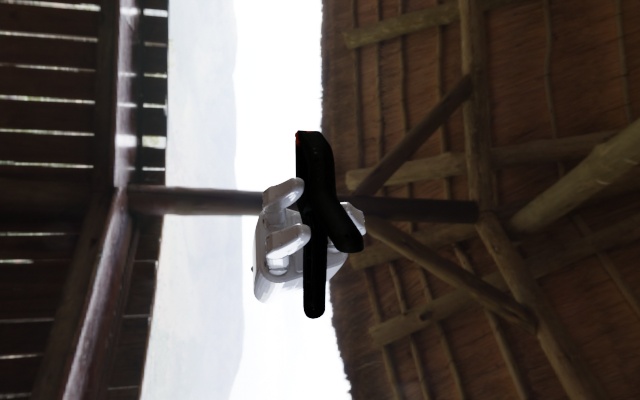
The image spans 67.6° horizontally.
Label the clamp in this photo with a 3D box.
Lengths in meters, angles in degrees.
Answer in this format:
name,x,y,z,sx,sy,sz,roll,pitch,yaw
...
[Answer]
name,x,y,z,sx,sy,sz,roll,pitch,yaw
clamp,0.001,0.001,0.501,0.036,0.210,0.165,1,-27,-16
